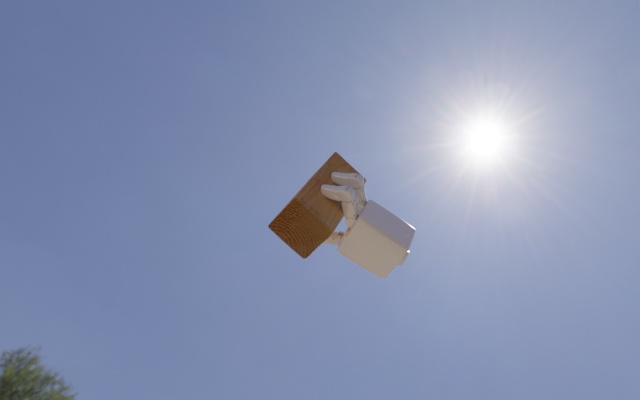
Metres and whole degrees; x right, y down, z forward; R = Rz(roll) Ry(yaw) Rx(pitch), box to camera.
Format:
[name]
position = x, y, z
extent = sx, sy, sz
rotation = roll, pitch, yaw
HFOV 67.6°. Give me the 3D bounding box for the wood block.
[wood block]
position = 0.000, 0.003, 0.896
extent = 0.091, 0.090, 0.206
rotation = -46, 3, 35
